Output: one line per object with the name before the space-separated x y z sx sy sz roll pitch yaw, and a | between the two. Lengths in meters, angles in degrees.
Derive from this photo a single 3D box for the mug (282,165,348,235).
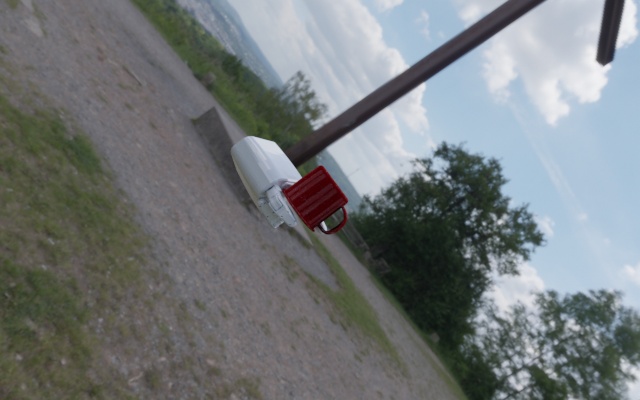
mug | 0.001 0.004 0.816 0.081 0.117 0.093 -36 -17 3
